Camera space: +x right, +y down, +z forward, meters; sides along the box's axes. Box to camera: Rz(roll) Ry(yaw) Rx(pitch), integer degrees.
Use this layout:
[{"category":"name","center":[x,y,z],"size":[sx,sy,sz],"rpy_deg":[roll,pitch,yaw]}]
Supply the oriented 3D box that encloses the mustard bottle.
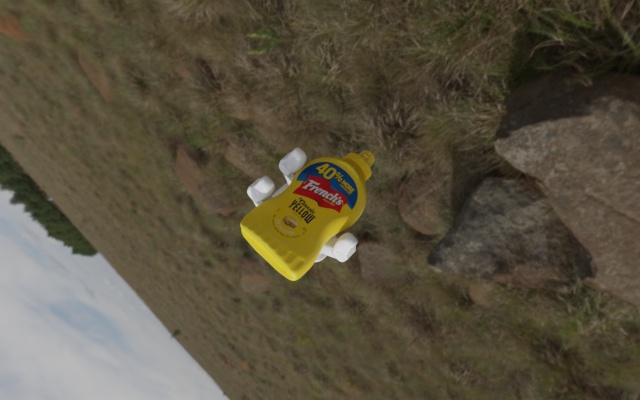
[{"category":"mustard bottle","center":[0.000,0.002,0.594],"size":[0.096,0.191,0.058],"rpy_deg":[41,-22,16]}]
